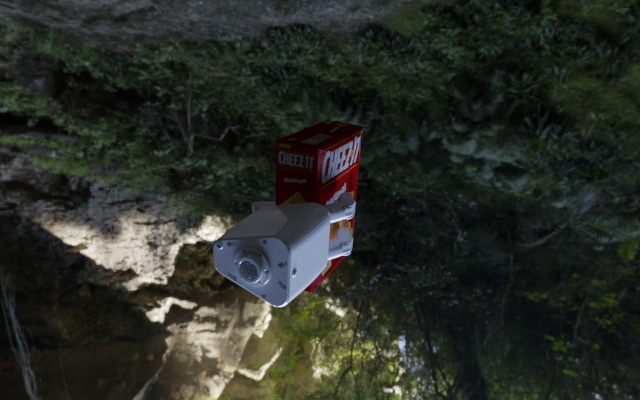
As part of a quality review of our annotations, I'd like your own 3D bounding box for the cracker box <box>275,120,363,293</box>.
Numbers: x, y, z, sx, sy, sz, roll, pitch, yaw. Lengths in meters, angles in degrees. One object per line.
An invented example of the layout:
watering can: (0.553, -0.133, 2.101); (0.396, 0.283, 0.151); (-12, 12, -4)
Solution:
cracker box: (0.000, 0.002, 0.711); (0.072, 0.214, 0.164); (13, 23, 21)
